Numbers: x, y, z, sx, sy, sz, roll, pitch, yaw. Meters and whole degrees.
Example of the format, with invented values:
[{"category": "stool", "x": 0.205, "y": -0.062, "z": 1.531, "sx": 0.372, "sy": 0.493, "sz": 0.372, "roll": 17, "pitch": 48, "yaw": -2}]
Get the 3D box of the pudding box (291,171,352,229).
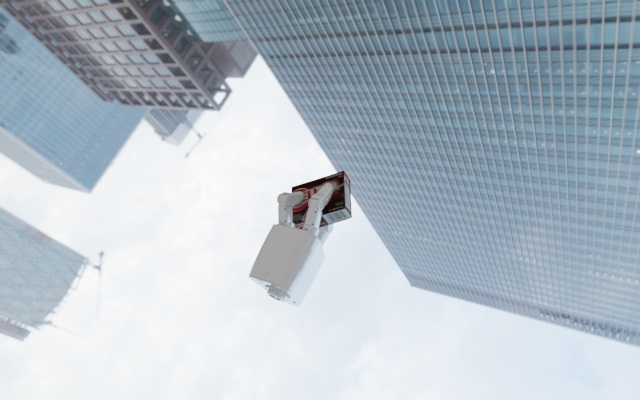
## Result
[{"category": "pudding box", "x": 0.000, "y": 0.003, "z": 0.880, "sx": 0.113, "sy": 0.090, "sz": 0.039, "roll": -15, "pitch": -40, "yaw": 18}]
